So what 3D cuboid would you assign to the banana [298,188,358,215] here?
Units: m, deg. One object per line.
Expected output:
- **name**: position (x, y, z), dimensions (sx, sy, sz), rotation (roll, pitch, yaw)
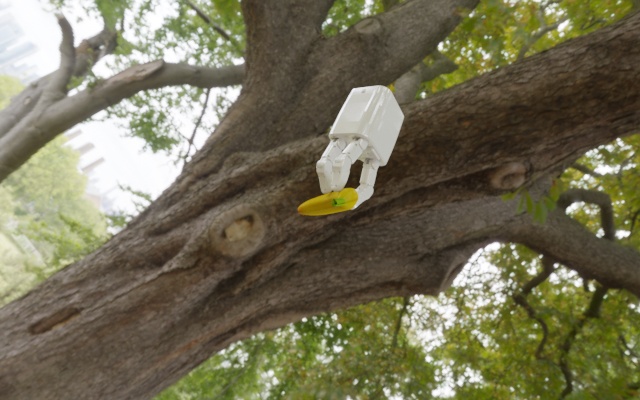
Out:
- **banana**: position (0.019, 0.002, 0.843), dimensions (0.069, 0.037, 0.198), rotation (-1, -6, -19)
